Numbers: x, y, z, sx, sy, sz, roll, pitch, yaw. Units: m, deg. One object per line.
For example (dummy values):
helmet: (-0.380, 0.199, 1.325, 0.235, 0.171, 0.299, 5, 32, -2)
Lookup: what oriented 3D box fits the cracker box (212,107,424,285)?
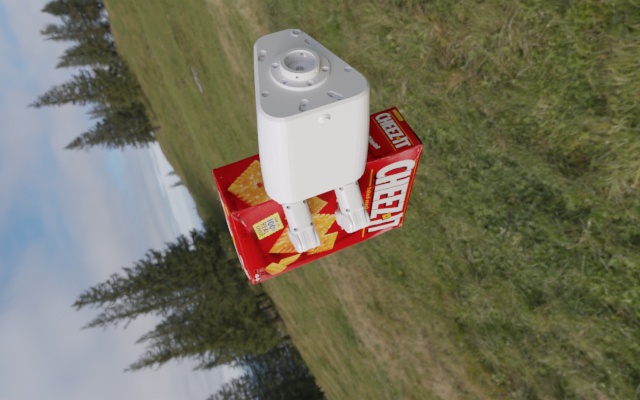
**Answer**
cracker box: (0.000, 0.002, 0.550, 0.213, 0.072, 0.164, -20, -32, -13)
